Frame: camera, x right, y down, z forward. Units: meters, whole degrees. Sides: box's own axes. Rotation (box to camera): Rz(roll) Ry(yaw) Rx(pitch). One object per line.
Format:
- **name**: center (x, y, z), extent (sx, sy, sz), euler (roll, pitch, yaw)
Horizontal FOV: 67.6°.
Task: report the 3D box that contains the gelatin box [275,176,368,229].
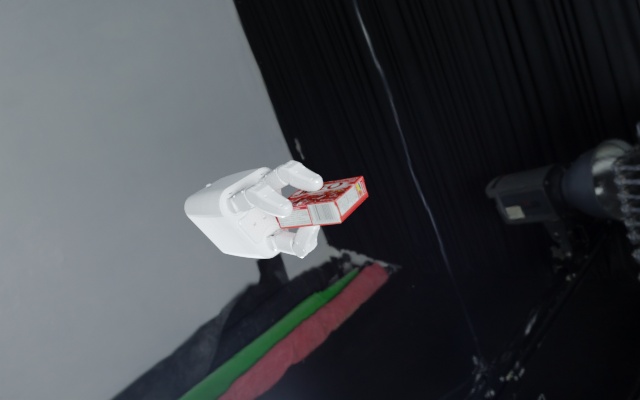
- **gelatin box**: center (0.001, 0.002, 0.557), extent (0.089, 0.030, 0.073), euler (-7, 19, 35)
